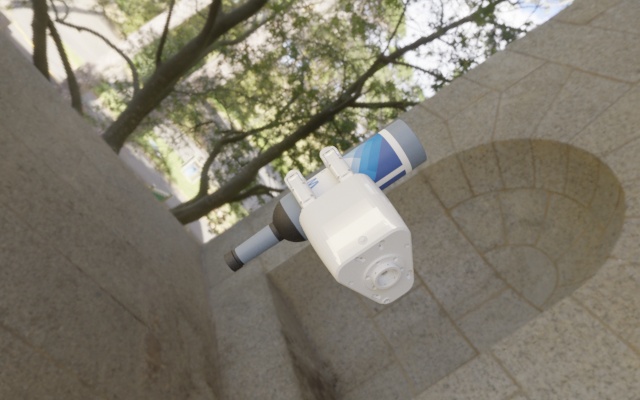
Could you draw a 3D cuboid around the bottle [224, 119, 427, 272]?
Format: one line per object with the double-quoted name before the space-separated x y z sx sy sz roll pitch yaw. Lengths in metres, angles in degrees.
"bottle" 0.000 0.002 0.636 0.296 0.069 0.069 -34 -1 1
